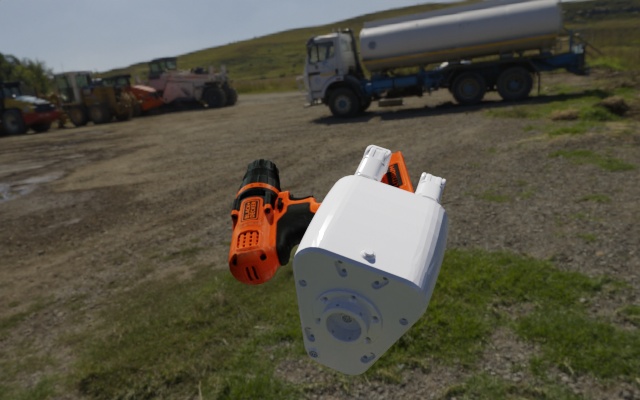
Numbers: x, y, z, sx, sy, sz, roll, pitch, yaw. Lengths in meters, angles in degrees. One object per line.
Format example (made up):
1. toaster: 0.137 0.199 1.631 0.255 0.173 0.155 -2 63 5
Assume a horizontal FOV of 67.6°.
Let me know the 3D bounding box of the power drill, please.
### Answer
1. power drill: 0.001 0.002 0.501 0.187 0.057 0.184 -11 38 6
